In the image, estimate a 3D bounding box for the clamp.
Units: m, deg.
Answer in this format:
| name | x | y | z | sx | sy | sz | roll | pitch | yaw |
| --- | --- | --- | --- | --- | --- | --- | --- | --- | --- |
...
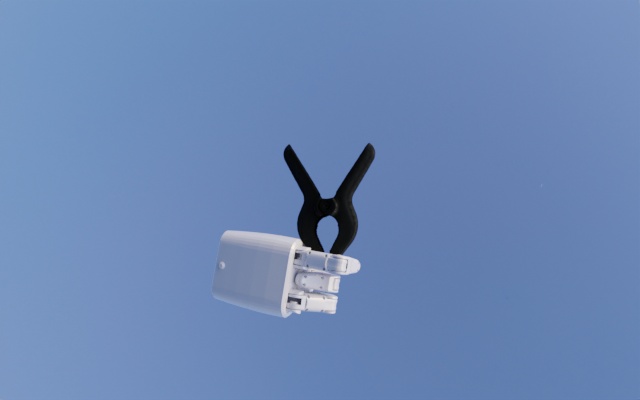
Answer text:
| name | x | y | z | sx | sy | sz | roll | pitch | yaw |
| --- | --- | --- | --- | --- | --- | --- | --- | --- | --- |
| clamp | 0.000 | 0.002 | 0.622 | 0.120 | 0.171 | 0.039 | 8 | -8 | 16 |
